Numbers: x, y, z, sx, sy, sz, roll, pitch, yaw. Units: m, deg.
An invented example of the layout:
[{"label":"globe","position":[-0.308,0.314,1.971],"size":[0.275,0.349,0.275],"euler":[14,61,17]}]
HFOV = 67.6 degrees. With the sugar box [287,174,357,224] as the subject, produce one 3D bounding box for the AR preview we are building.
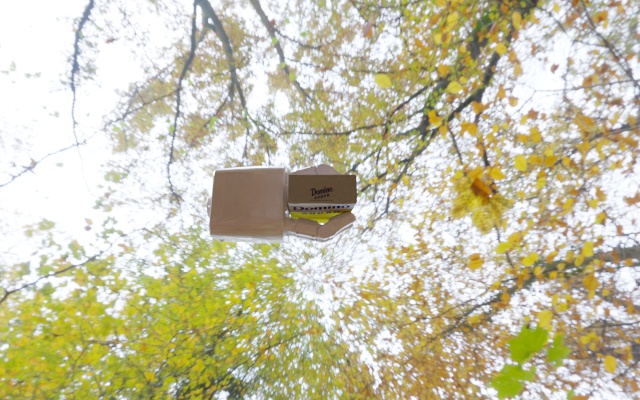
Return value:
[{"label":"sugar box","position":[0.000,0.003,0.705],"size":[0.093,0.048,0.176],"euler":[0,-9,-1]}]
